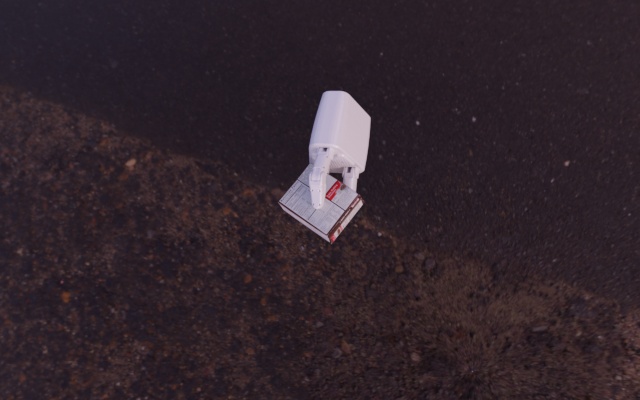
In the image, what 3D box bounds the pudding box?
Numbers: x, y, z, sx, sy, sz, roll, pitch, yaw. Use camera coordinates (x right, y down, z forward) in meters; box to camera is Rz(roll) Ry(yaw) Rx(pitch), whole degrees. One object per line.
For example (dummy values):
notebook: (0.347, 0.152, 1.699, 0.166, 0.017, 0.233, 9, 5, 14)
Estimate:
pudding box: (0.000, 0.002, 0.786, 0.113, 0.090, 0.039, 34, -10, 27)
